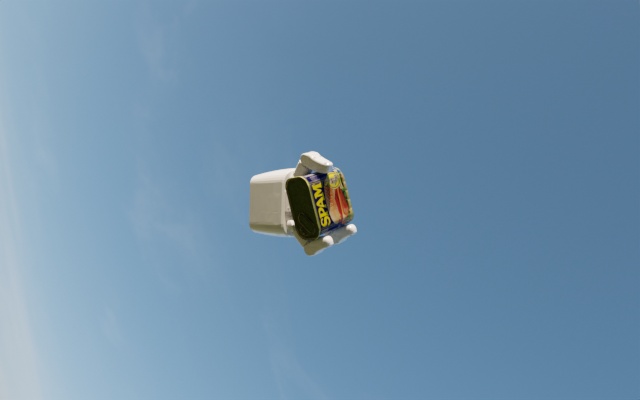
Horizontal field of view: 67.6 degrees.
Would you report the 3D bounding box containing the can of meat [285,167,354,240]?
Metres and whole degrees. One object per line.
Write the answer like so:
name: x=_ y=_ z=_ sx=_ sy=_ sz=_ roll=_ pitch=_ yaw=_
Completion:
can of meat: x=0.000 y=0.002 z=0.769 sx=0.084 sy=0.102 sz=0.057 roll=-20 pitch=9 yaw=-41
